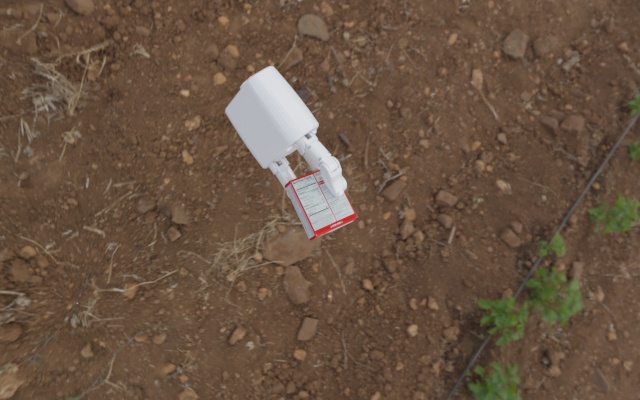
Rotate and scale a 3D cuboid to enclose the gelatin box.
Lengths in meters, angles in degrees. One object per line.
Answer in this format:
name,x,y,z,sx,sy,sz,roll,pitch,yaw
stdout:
gelatin box,0.000,0.002,0.685,0.073,0.089,0.030,-23,-9,-27
